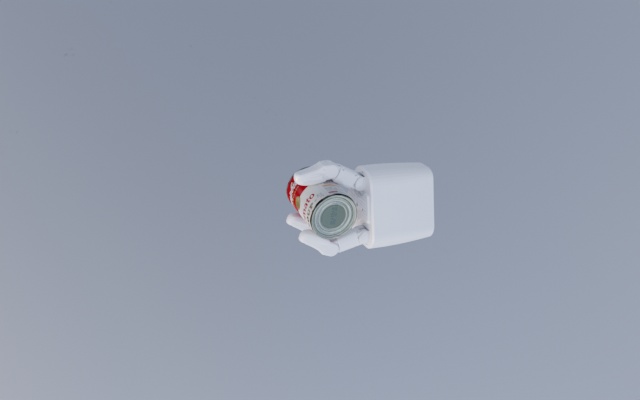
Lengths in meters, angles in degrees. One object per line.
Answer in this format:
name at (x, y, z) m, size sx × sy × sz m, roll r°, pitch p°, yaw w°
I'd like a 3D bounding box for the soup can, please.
soup can at (0.000, 0.002, 0.661) m, size 0.068 × 0.068 × 0.102 m, roll 0°, pitch 24°, yaw -24°
